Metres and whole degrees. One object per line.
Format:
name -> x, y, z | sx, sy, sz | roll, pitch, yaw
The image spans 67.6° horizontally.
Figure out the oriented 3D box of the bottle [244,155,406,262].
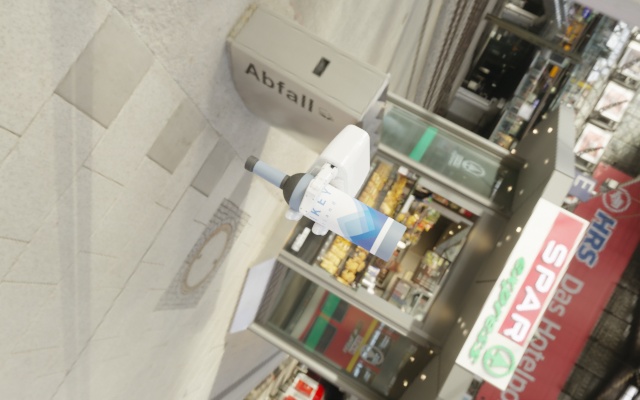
bottle -> 0.000, 0.003, 0.816 | 0.295, 0.069, 0.069 | 29, 5, 9
